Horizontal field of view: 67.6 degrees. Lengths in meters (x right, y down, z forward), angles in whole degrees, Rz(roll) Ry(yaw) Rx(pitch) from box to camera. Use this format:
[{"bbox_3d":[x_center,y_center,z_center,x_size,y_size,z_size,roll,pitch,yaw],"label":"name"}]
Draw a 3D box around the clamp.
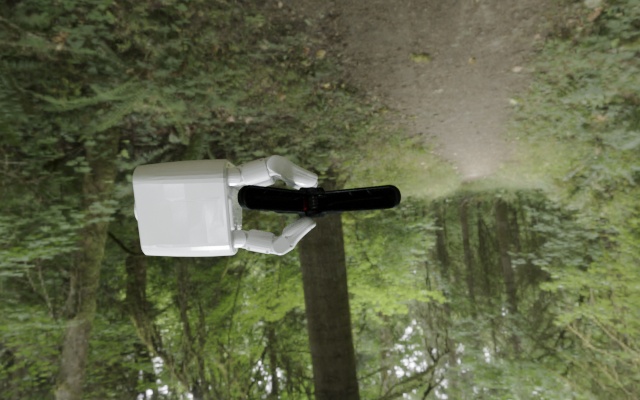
[{"bbox_3d":[0.000,0.003,0.564,0.164,0.036,0.210,0,-4,0],"label":"clamp"}]
